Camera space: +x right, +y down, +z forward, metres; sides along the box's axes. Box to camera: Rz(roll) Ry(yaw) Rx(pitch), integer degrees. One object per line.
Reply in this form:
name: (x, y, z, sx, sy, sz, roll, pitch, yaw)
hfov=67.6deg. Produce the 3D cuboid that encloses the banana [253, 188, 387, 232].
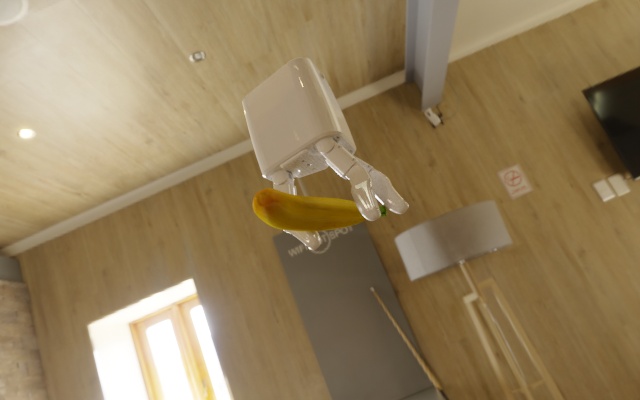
banana: (-0.011, 0.009, 0.502, 0.070, 0.037, 0.198, -28, -19, 35)
